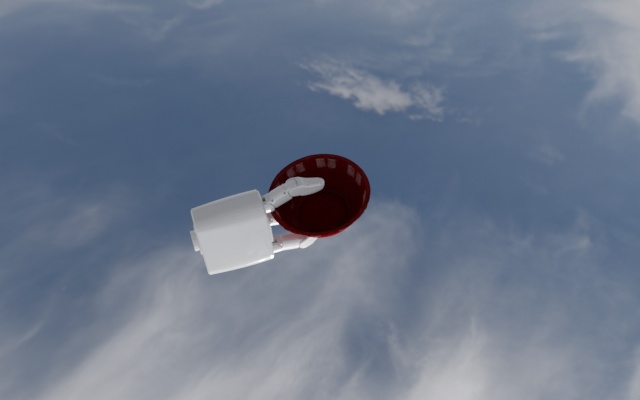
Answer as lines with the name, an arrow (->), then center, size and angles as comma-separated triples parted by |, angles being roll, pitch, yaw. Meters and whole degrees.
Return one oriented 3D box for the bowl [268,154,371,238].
bowl -> 0.002, 0.003, 0.762 | 0.162, 0.162, 0.055 | 0, -36, 10
